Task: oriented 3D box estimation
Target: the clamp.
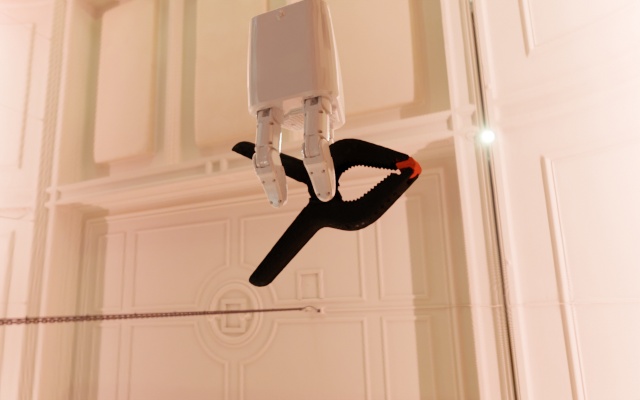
[{"bbox_3d":[0.001,0.001,0.494,0.210,0.164,0.036,-8,-11,24],"label":"clamp"}]
